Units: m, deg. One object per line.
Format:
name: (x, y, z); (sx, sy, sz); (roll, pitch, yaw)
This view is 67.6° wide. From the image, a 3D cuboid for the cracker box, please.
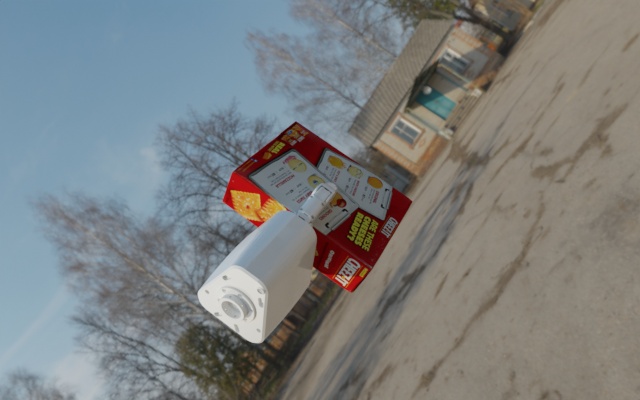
cracker box: (0.000, 0.002, 0.666); (0.213, 0.072, 0.164); (35, 43, 6)
